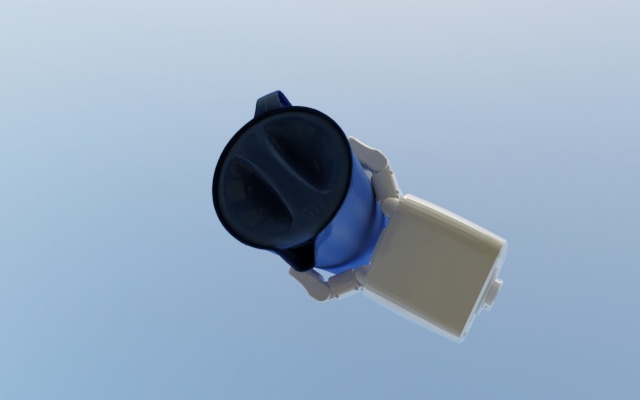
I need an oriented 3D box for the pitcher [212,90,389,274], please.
[{"bbox_3d":[0.000,0.002,0.517,0.145,0.149,0.243,25,-7,25],"label":"pitcher"}]
